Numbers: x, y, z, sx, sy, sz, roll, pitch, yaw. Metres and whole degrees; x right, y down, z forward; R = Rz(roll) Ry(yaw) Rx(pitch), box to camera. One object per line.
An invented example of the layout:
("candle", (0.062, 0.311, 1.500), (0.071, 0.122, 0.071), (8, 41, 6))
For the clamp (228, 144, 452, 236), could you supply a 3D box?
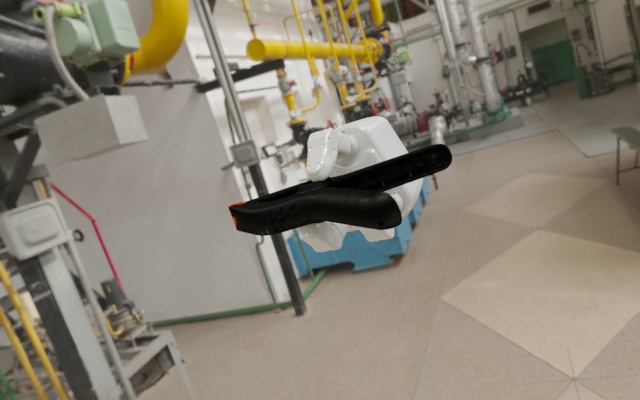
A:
("clamp", (-0.001, 0.001, 0.410), (0.210, 0.036, 0.164), (-13, 11, 24))
